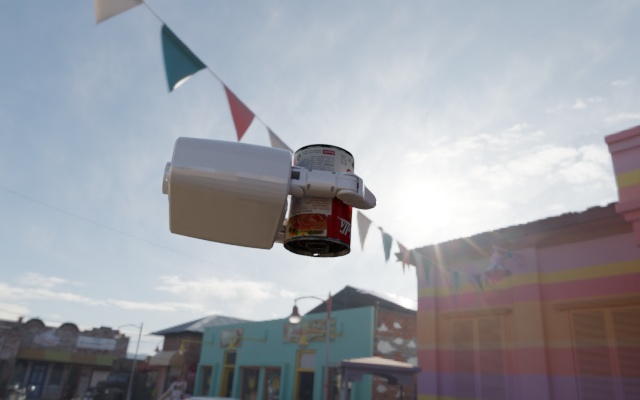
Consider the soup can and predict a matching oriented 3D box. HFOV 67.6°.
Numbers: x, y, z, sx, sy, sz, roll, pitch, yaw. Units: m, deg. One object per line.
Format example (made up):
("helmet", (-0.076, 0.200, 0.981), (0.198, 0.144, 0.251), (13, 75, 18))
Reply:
("soup can", (0.001, 0.001, 0.493), (0.068, 0.102, 0.068), (4, -21, 2))
